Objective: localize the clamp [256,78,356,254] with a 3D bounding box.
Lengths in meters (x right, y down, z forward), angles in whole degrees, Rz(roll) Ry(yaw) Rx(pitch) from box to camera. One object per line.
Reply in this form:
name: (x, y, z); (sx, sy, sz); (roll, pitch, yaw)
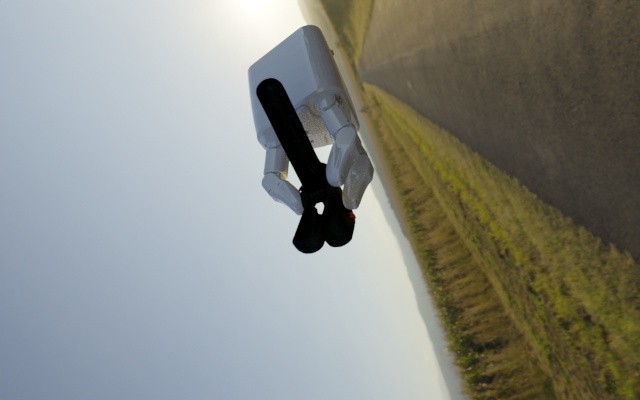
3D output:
clamp: (-0.001, 0.002, 0.471); (0.036, 0.164, 0.210); (-19, -30, 11)
